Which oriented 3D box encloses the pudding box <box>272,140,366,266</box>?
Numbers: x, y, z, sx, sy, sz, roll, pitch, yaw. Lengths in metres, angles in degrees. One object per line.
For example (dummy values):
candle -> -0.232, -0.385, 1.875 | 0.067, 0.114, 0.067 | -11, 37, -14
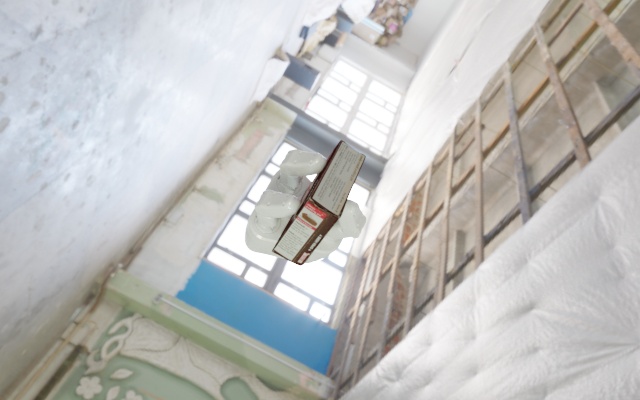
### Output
pudding box -> 0.000, 0.002, 0.500 | 0.039, 0.090, 0.113 | 30, 41, -5
